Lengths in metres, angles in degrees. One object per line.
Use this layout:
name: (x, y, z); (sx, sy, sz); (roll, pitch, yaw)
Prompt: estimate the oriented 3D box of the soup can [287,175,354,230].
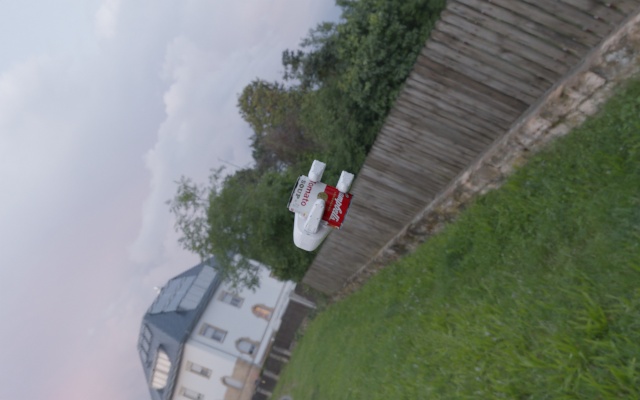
soup can: (0.000, 0.003, 0.843); (0.102, 0.068, 0.068); (21, 0, 0)
